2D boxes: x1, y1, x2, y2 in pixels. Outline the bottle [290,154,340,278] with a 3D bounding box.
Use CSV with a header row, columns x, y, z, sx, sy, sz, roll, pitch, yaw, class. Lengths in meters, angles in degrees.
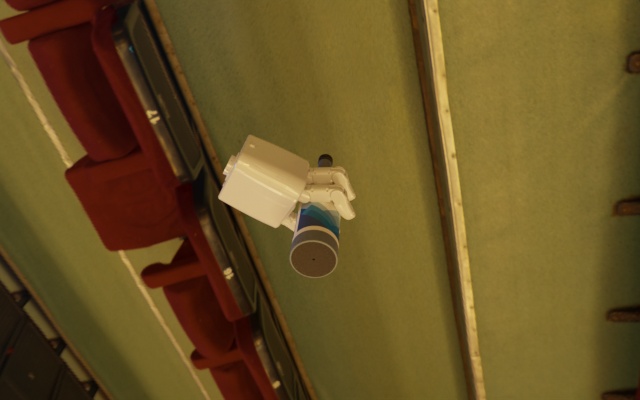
x,y,z,sx,sy,sz,roll,pitch,yaw,class
0.000,0.003,0.774,0.069,0.069,0.295,0,32,4,bottle
